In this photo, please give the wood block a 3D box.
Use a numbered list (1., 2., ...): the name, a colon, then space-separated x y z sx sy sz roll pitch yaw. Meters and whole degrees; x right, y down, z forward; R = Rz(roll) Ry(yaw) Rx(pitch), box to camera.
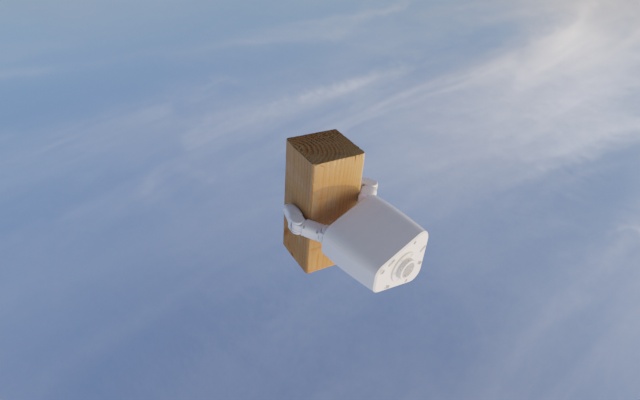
1. wood block: 0.000 0.003 0.764 0.091 0.206 0.090 -15 39 -26
